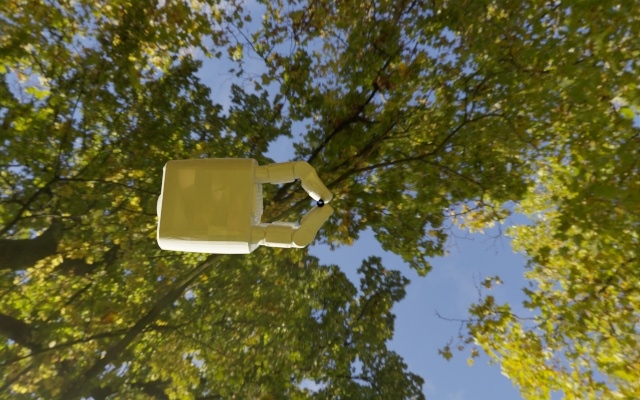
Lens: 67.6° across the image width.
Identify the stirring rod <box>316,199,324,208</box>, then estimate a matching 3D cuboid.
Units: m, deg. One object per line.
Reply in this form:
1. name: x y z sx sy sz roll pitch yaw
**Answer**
1. stirring rod: 0.000 0.002 0.602 0.011 0.011 0.239 0 1 0
